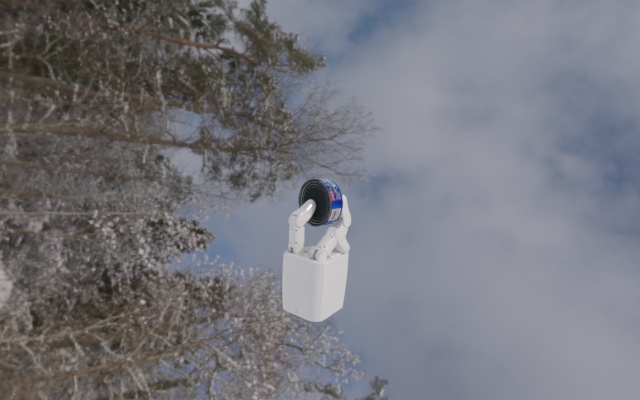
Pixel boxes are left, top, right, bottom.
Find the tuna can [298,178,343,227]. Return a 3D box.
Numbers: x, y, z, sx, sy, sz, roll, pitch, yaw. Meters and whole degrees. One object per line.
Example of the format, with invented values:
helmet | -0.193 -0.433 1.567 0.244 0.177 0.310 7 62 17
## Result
tuna can | 0.001 0.003 0.860 0.034 0.086 0.086 -7 5 -43
